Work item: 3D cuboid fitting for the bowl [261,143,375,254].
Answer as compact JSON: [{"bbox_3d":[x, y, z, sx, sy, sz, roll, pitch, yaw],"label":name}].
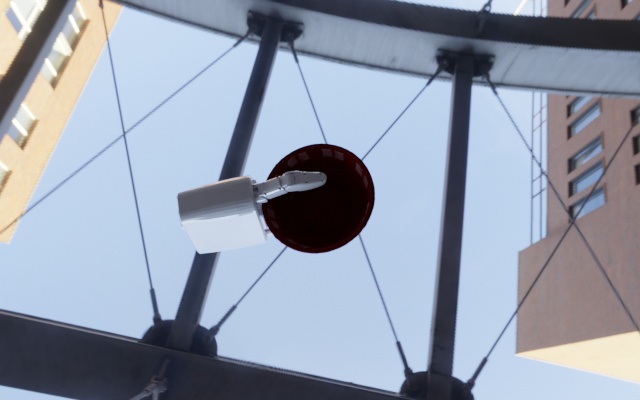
[{"bbox_3d":[0.002,0.002,0.685,0.162,0.162,0.055,0,-18,13],"label":"bowl"}]
